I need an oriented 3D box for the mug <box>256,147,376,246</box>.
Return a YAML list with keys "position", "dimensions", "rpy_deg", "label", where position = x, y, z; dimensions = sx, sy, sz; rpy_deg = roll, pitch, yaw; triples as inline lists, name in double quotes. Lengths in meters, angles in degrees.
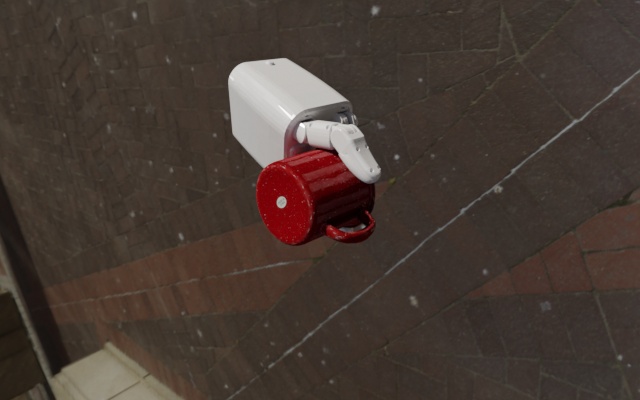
- position: [0.001, 0.002, 0.458]
  dimensions: [0.081, 0.093, 0.117]
  rpy_deg: [-21, 53, -42]
  label: "mug"
